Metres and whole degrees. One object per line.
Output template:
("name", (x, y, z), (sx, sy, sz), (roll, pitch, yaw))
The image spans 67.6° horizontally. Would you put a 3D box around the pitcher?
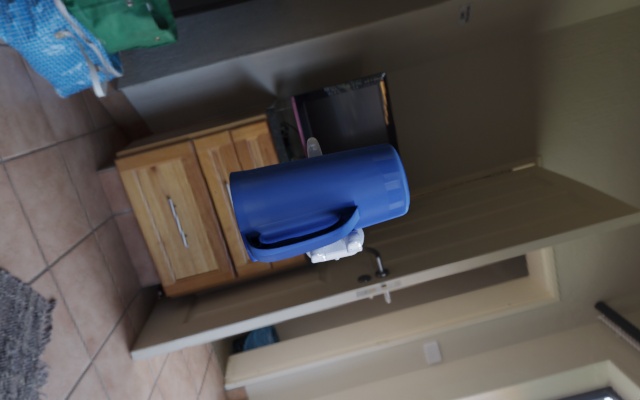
("pitcher", (0.000, 0.002, 0.683), (0.243, 0.149, 0.145), (-14, -13, -1))
